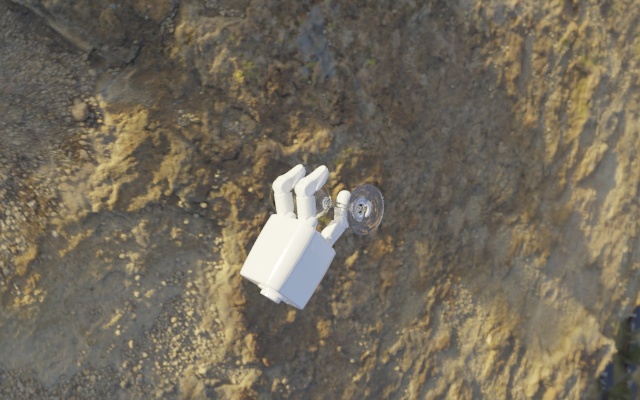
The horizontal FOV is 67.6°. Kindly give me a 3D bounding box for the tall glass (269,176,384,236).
[{"bbox_3d":[0.001,0.002,0.751,0.079,0.079,0.201,0,6,-40],"label":"tall glass"}]
